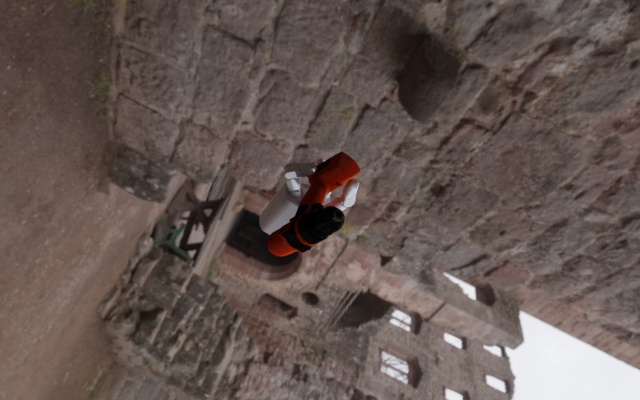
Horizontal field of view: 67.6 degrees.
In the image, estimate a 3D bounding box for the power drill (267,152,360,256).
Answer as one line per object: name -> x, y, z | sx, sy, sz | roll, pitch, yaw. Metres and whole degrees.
power drill -> 0.000, 0.002, 0.809 | 0.057, 0.187, 0.184 | 44, -39, -17
